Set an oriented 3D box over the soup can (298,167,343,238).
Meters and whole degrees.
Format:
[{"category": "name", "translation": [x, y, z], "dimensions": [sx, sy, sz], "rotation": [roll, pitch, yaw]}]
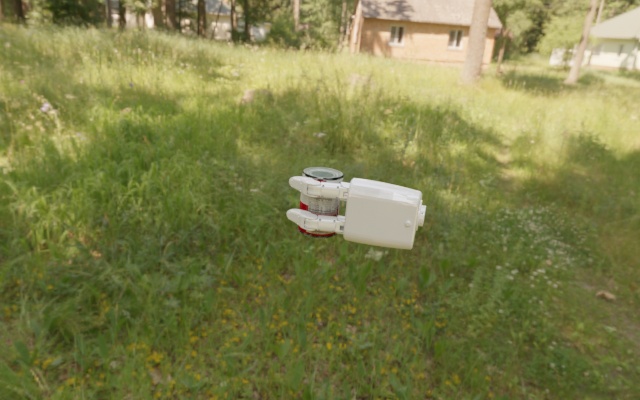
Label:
[{"category": "soup can", "translation": [0.000, 0.002, 0.784], "dimensions": [0.068, 0.102, 0.068], "rotation": [5, 18, -2]}]
